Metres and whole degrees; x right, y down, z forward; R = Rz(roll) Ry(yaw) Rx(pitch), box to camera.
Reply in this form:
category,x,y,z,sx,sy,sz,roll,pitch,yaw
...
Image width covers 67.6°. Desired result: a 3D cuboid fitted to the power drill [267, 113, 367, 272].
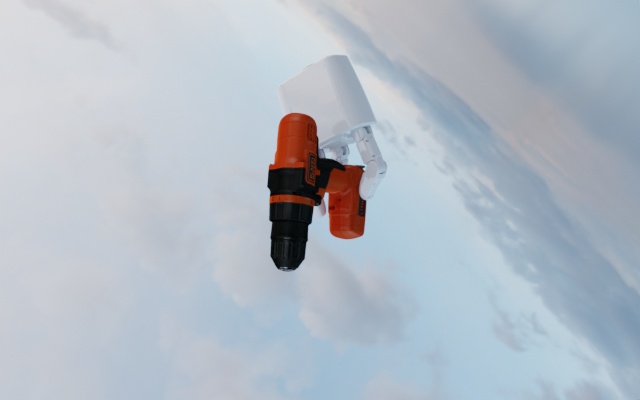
category,x,y,z,sx,sy,sz,roll,pitch,yaw
power drill,0.000,0.002,0.609,0.057,0.184,0.188,0,-11,27
